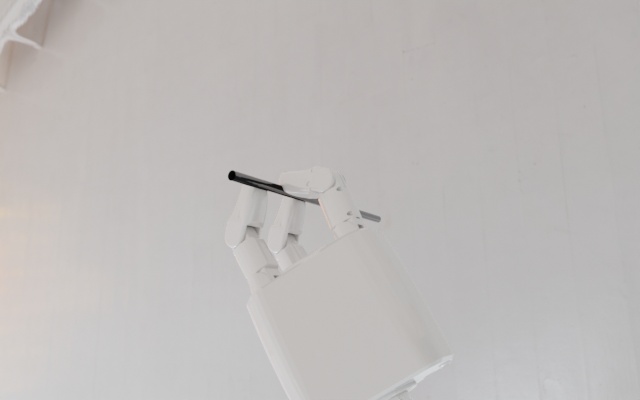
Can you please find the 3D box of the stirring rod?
[{"bbox_3d":[0.000,0.002,0.455,0.011,0.011,0.239,0,-10,34],"label":"stirring rod"}]
